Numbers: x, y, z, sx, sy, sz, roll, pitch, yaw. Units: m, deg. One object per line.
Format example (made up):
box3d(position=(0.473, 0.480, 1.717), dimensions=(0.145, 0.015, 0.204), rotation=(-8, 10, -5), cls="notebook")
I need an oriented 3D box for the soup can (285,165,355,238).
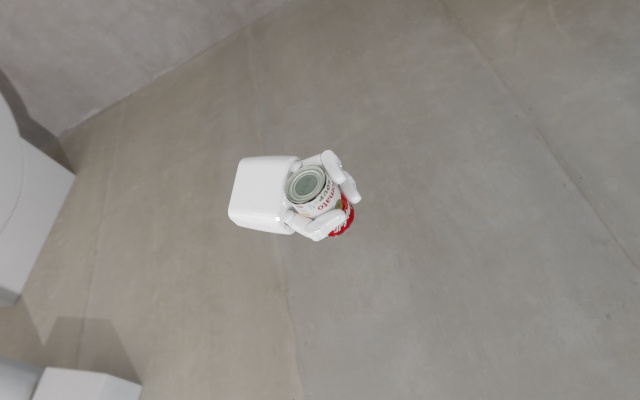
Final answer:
box3d(position=(0.000, 0.002, 0.706), dimensions=(0.068, 0.068, 0.102), rotation=(0, -32, 31), cls="soup can")
